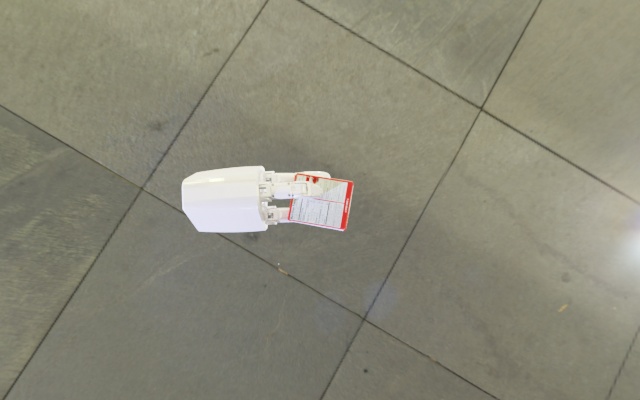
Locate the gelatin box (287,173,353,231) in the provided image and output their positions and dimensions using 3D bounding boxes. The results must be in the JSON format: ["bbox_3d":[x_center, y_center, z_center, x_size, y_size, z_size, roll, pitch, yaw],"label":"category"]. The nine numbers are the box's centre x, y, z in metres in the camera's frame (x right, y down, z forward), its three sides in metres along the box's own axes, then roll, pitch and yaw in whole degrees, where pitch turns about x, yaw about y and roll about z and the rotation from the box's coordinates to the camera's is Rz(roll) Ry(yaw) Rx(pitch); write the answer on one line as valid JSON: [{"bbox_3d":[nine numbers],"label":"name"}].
[{"bbox_3d":[0.000,0.002,0.715,0.089,0.073,0.030,9,-6,5],"label":"gelatin box"}]
